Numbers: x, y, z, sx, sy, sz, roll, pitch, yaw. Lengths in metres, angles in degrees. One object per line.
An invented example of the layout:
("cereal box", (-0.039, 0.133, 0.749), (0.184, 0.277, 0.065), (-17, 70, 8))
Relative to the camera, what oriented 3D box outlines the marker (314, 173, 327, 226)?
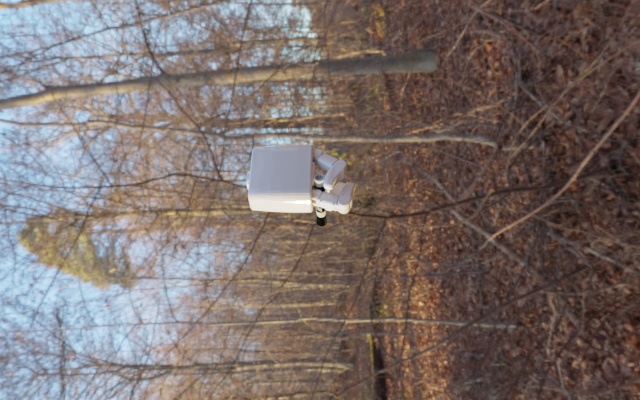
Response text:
("marker", (0.000, 0.003, 0.832), (0.020, 0.020, 0.121), (0, -43, 3))
